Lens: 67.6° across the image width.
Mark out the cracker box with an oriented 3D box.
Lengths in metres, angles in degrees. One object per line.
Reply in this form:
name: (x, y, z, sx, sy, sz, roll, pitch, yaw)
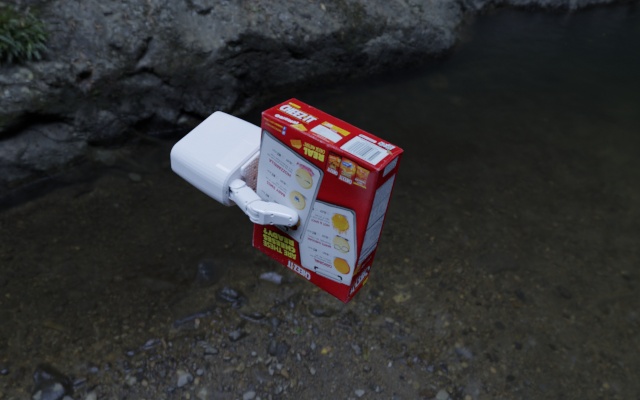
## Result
cracker box: (0.000, 0.002, 0.607, 0.164, 0.214, 0.072, 28, 41, 24)
